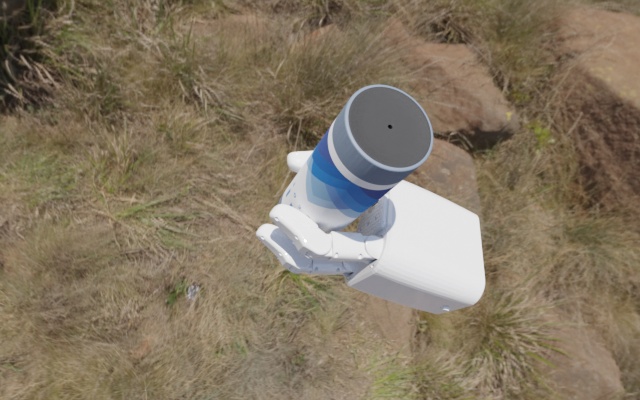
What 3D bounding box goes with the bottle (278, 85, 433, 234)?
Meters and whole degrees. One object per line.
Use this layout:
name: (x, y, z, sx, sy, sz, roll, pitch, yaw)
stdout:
bottle: (0.000, 0.001, 0.451, 0.069, 0.069, 0.296, 0, -20, -20)
